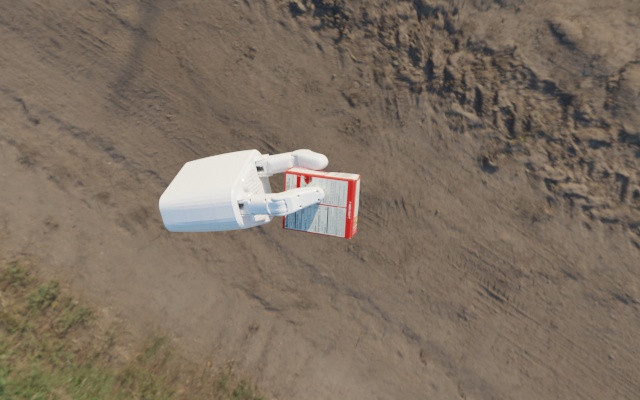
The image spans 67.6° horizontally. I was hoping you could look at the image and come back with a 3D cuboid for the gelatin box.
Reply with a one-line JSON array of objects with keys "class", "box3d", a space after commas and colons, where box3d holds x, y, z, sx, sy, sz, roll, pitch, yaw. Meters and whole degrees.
[{"class": "gelatin box", "box3d": [0.000, 0.002, 0.570, 0.089, 0.073, 0.030, 8, 17, 17]}]
